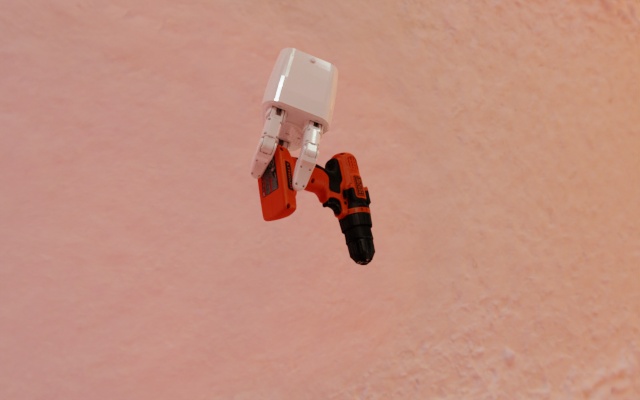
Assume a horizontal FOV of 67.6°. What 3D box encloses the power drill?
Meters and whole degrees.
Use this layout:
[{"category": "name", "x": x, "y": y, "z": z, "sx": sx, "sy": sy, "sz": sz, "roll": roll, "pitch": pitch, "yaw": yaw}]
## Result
[{"category": "power drill", "x": 0.000, "y": 0.002, "z": 0.699, "sx": 0.188, "sy": 0.184, "sz": 0.057, "roll": 12, "pitch": -32, "yaw": -44}]
